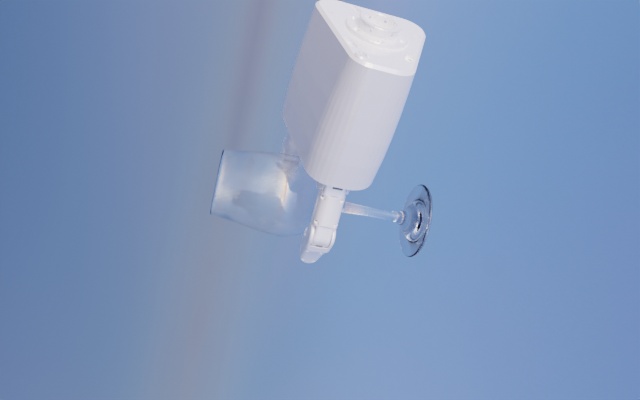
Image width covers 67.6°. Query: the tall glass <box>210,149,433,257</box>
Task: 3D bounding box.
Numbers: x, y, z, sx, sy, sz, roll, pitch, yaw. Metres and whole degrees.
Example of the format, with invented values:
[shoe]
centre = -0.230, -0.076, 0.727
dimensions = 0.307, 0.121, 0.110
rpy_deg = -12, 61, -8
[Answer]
[tall glass]
centre = 0.001, 0.002, 0.460
dimensions = 0.201, 0.079, 0.079
rpy_deg = 11, -2, -11
